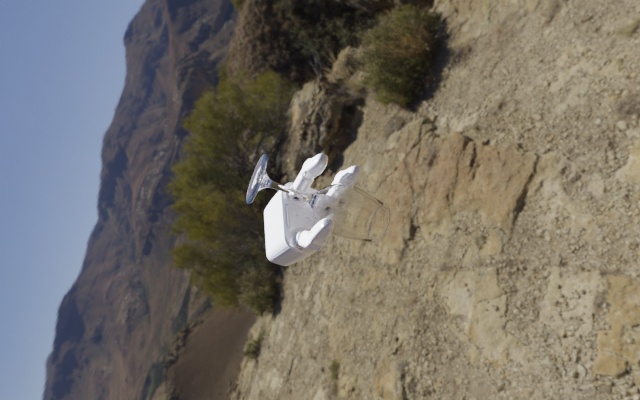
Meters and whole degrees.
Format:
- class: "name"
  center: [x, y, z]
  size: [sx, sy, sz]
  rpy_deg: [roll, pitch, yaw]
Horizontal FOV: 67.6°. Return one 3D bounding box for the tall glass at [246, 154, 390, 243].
- class: "tall glass"
  center: [0.000, 0.002, 0.689]
  size: [0.201, 0.079, 0.079]
  rpy_deg: [20, -6, -18]
